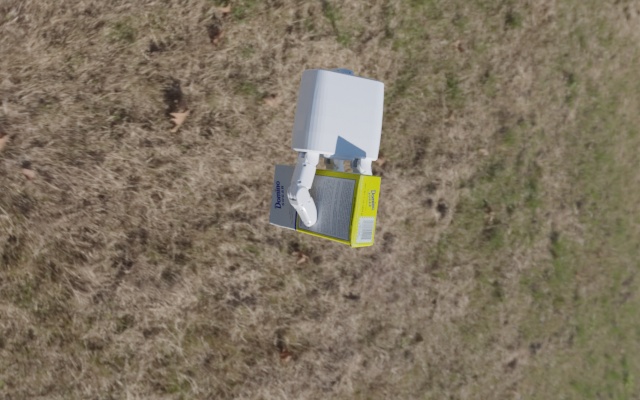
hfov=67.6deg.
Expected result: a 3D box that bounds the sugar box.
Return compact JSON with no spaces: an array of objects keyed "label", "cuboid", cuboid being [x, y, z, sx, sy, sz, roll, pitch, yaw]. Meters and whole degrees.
[{"label":"sugar box","cuboid":[0.001,0.002,0.666,0.048,0.093,0.176,3,6,-41]}]
